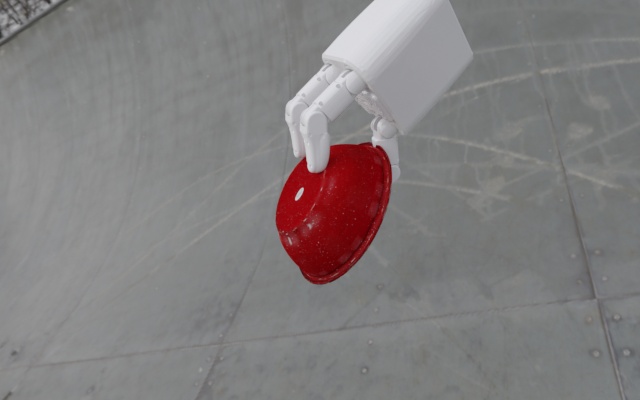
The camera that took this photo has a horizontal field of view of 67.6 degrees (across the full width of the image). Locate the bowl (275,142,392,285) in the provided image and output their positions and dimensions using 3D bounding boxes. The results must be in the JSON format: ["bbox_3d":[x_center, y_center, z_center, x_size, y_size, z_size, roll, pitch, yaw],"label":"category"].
[{"bbox_3d":[-0.001,0.003,0.494,0.055,0.162,0.162,25,-12,-26],"label":"bowl"}]
